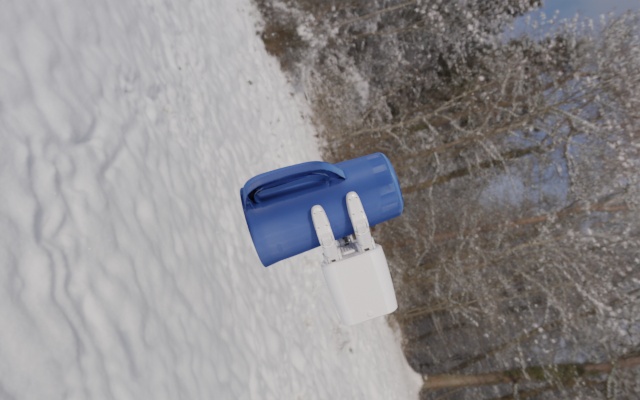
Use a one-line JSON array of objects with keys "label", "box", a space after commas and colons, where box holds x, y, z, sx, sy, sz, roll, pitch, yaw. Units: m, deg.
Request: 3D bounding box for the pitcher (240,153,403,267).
[{"label": "pitcher", "box": [0.000, 0.003, 0.754, 0.243, 0.145, 0.149, -18, 6, -1]}]
